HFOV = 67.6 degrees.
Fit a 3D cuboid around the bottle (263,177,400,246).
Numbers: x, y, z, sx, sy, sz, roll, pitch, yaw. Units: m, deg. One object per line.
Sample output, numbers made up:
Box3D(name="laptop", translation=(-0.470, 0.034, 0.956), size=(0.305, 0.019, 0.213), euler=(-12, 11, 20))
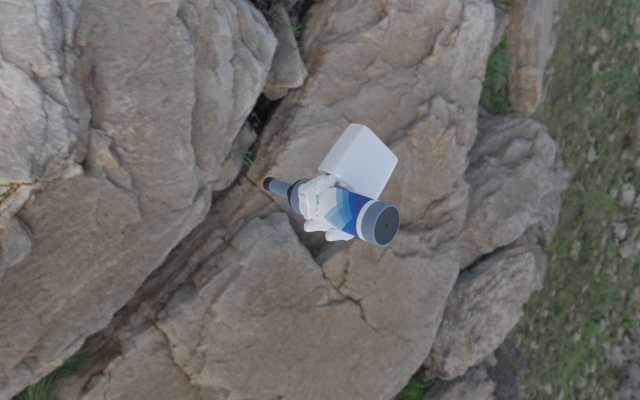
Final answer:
Box3D(name="bottle", translation=(0.000, 0.003, 0.829), size=(0.069, 0.069, 0.295), euler=(0, 14, -46))
